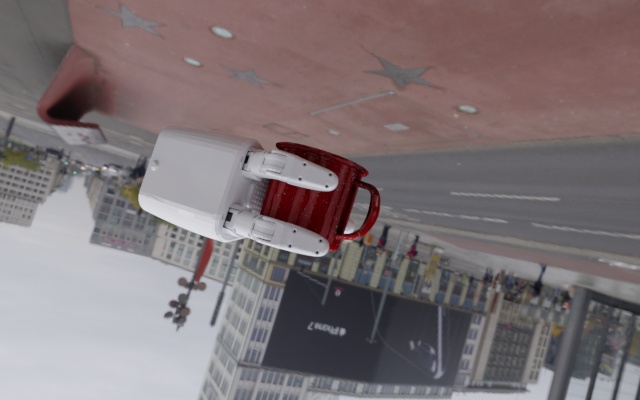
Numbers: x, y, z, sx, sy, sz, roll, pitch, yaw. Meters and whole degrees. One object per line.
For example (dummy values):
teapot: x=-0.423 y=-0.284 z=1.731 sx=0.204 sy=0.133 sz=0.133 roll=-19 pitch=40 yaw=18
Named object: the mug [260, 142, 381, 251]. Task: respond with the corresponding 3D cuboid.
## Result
mug: x=0.001 y=0.002 z=0.446 sx=0.117 sy=0.081 sz=0.093 roll=15 pitch=-5 yaw=27
